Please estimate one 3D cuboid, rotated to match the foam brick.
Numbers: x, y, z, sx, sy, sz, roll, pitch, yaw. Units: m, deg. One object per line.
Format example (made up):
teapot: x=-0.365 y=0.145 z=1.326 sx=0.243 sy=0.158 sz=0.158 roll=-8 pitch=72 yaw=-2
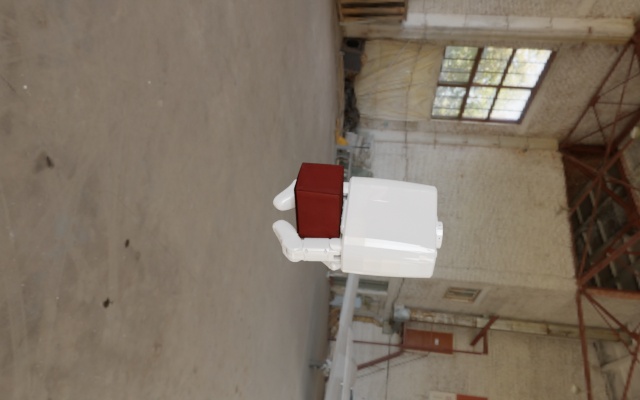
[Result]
foam brick: x=0.000 y=0.002 z=0.558 sx=0.051 sy=0.078 sz=0.053 roll=5 pitch=43 yaw=7
